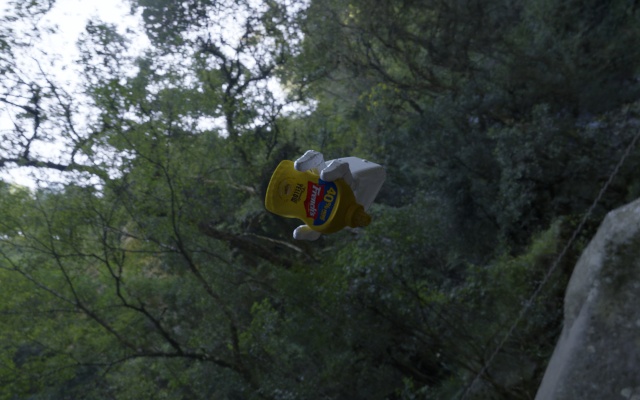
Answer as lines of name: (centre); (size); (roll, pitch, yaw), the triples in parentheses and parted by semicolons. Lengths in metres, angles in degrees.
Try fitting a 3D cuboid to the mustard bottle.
mustard bottle: (0.000, 0.003, 0.801); (0.191, 0.096, 0.058); (22, 1, 30)
